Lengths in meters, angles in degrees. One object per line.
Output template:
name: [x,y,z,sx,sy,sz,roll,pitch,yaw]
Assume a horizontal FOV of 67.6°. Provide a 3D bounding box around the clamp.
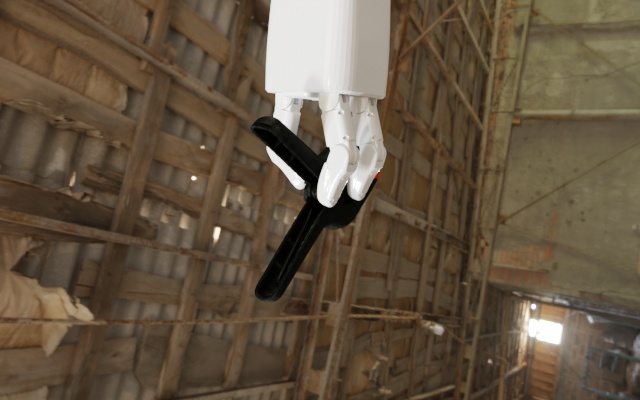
clamp: [0.000,0.001,0.479,0.036,0.164,0.210,13,14,31]
